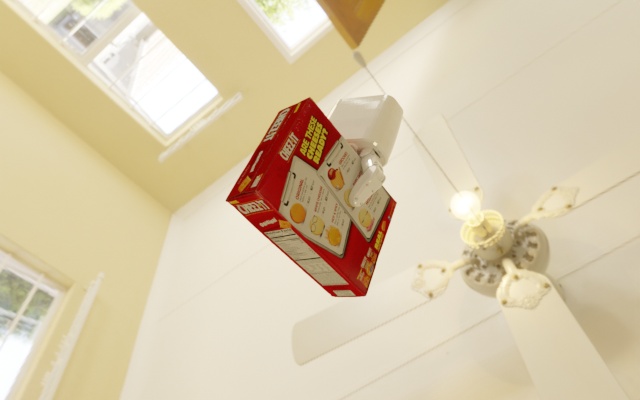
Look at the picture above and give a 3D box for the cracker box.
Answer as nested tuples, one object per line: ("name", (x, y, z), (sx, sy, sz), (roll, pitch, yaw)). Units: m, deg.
("cracker box", (0.000, 0.002, 0.628), (0.072, 0.164, 0.214), (-14, -50, 43))
